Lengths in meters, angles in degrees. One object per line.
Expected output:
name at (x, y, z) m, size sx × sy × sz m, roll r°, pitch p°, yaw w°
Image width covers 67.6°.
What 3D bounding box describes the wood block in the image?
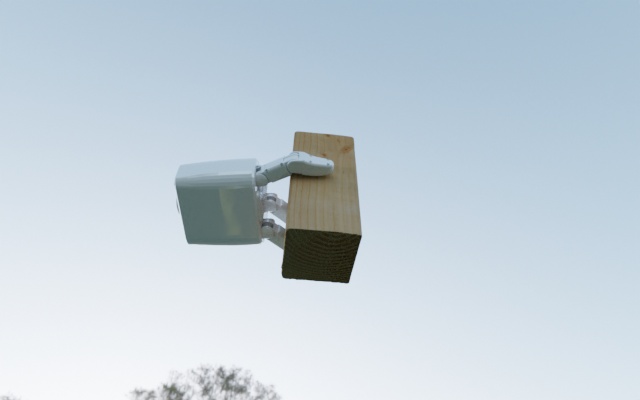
wood block at (0.000, 0.002, 0.650) m, size 0.090 × 0.091 × 0.206 m, roll 5°, pitch 41°, yaw -5°
